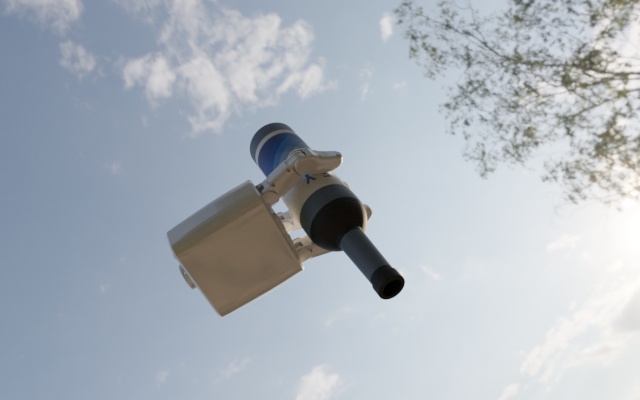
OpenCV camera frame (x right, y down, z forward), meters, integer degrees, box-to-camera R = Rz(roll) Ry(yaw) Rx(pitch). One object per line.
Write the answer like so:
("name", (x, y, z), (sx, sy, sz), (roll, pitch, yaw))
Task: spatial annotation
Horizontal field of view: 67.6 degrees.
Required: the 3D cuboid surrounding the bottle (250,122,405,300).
("bottle", (0.000, 0.002, 0.528), (0.069, 0.069, 0.295), (0, 31, -30))
